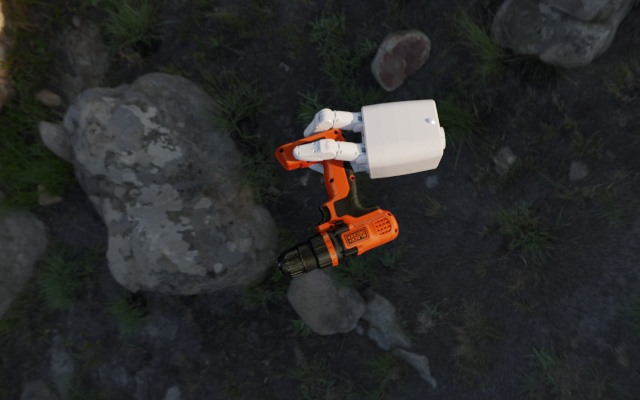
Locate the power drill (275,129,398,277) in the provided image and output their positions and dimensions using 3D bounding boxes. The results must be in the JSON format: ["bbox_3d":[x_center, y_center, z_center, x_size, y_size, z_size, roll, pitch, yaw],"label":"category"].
[{"bbox_3d":[0.000,0.002,0.700,0.184,0.187,0.057,-20,-6,-10],"label":"power drill"}]
